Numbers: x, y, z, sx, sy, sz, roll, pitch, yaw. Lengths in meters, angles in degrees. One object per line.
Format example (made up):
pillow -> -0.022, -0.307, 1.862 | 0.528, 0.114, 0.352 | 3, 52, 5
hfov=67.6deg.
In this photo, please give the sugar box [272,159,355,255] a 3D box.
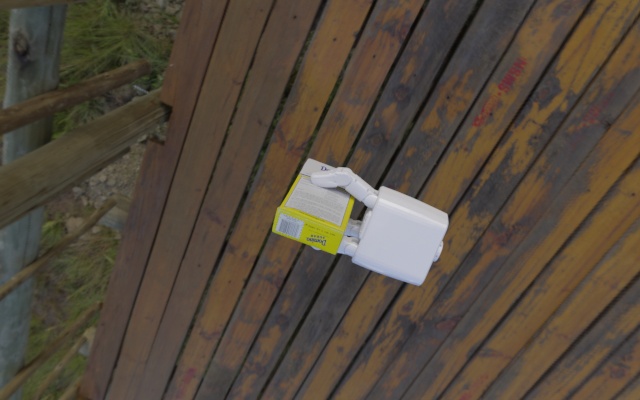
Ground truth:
sugar box -> 0.000, 0.003, 0.692 | 0.093, 0.048, 0.176 | 21, 26, 3
